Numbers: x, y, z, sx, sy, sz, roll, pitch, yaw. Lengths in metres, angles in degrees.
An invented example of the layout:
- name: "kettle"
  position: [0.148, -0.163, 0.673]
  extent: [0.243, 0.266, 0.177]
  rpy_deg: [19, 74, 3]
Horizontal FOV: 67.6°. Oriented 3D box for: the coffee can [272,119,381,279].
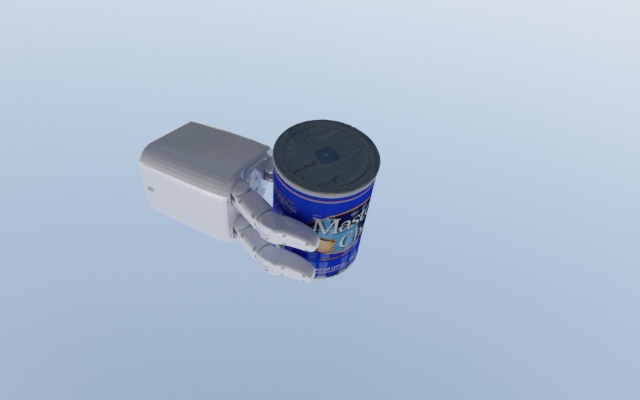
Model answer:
- name: "coffee can"
  position: [0.000, 0.002, 0.502]
  extent: [0.103, 0.102, 0.140]
  rpy_deg: [0, -41, -7]
